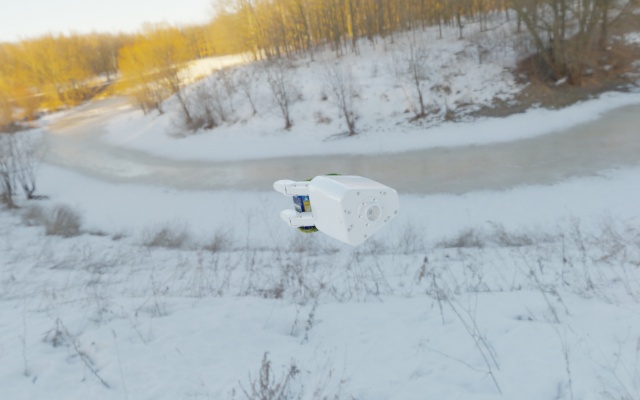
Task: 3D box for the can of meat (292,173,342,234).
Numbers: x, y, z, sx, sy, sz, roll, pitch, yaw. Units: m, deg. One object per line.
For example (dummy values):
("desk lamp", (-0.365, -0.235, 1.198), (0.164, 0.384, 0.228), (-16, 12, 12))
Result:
("can of meat", (0.000, 0.003, 0.876), (0.102, 0.084, 0.057), (-18, 20, -19))
